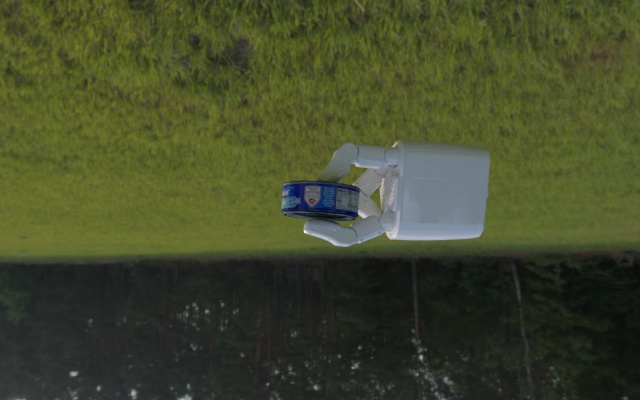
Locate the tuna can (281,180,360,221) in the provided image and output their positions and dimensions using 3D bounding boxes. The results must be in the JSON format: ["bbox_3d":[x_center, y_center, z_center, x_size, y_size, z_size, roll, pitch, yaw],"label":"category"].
[{"bbox_3d":[0.000,0.002,0.525,0.086,0.033,0.086,4,-7,1],"label":"tuna can"}]
